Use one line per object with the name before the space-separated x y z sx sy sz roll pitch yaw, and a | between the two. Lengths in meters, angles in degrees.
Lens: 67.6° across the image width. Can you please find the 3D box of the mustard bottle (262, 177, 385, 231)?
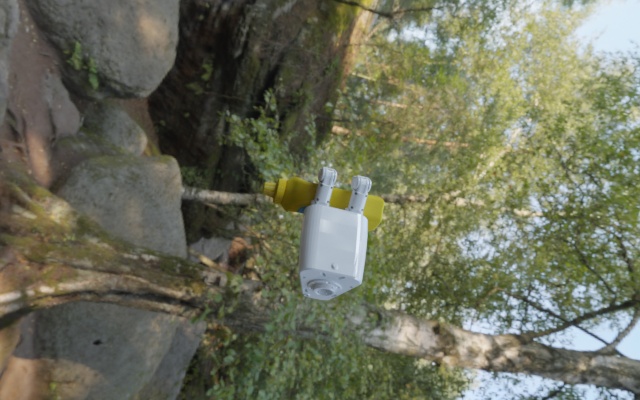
mustard bottle | 0.000 0.002 0.778 0.191 0.058 0.096 13 -9 -10
